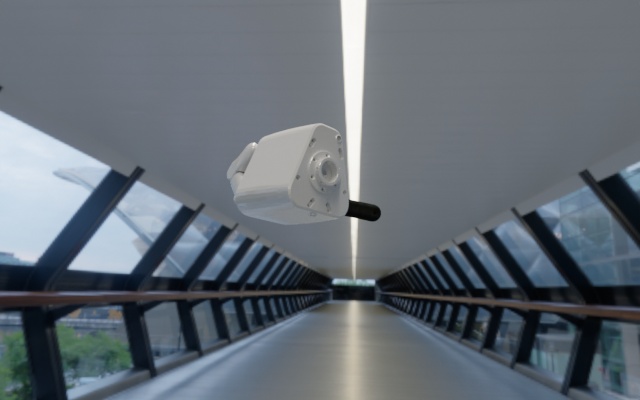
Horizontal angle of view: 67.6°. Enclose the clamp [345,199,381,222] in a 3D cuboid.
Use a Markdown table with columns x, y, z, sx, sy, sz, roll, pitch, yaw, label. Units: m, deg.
| x | y | z | sx | sy | sz | roll | pitch | yaw | label |
| --- | --- | --- | --- | --- | --- | --- | --- | --- | --- |
| 0.000 | 0.002 | 0.686 | 0.171 | 0.039 | 0.120 | 12 | -8 | -40 | clamp |
